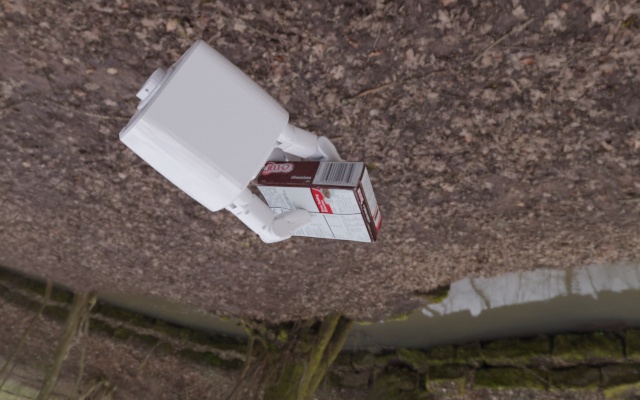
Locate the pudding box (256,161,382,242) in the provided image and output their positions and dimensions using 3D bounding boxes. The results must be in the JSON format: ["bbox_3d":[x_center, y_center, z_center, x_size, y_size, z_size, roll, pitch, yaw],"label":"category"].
[{"bbox_3d":[0.000,0.002,0.504,0.113,0.039,0.090,4,-38,25],"label":"pudding box"}]
